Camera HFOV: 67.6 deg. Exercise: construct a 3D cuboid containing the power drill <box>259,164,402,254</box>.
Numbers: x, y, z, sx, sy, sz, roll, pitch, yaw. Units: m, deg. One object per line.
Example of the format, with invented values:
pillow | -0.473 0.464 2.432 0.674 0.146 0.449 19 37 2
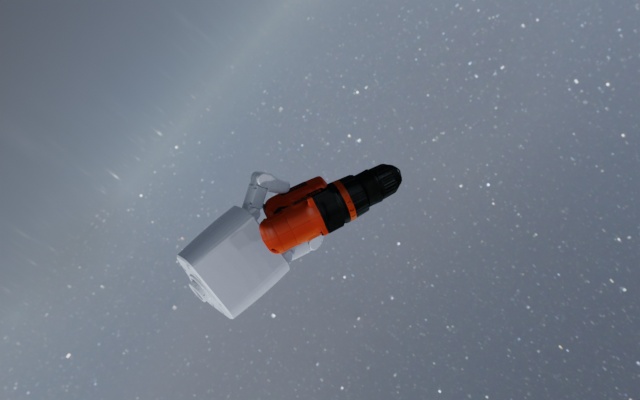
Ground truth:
power drill | 0.000 0.002 0.634 0.184 0.057 0.187 -25 6 -10
